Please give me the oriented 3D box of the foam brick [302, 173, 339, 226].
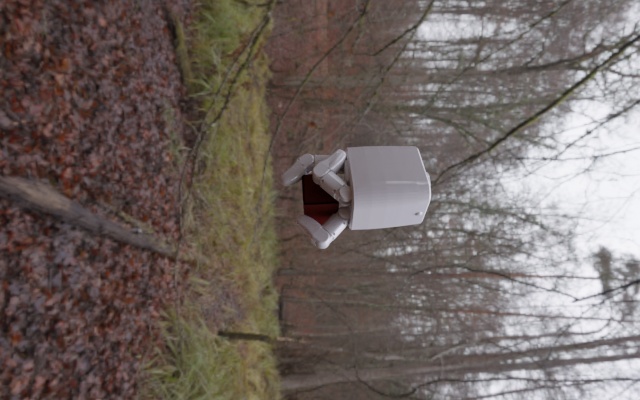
[{"bbox_3d":[0.000,0.002,0.705,0.051,0.053,0.078,-4,-30,-2],"label":"foam brick"}]
